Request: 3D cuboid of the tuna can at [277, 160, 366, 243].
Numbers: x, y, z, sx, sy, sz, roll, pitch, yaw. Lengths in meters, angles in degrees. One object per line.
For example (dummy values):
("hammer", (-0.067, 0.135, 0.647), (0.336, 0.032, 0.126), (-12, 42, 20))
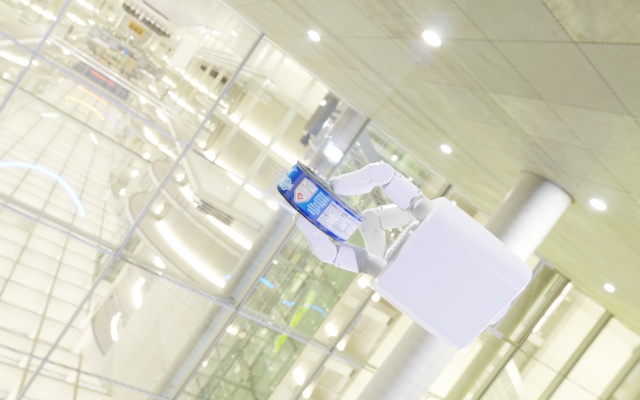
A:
("tuna can", (0.000, 0.002, 0.455), (0.086, 0.034, 0.086), (40, 5, -4))
